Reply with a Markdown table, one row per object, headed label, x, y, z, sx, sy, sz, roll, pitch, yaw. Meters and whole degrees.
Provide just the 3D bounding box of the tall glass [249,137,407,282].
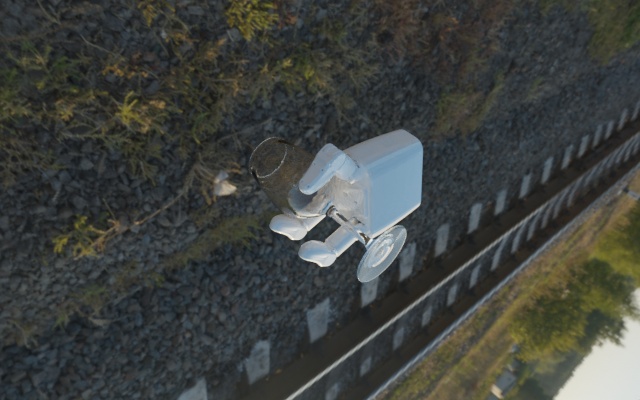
| label | x | y | z | sx | sy | sz | roll | pitch | yaw |
| --- | --- | --- | --- | --- | --- | --- | --- | --- | --- |
| tall glass | 0.000 | 0.002 | 0.553 | 0.201 | 0.079 | 0.079 | 40 | 22 | 30 |
